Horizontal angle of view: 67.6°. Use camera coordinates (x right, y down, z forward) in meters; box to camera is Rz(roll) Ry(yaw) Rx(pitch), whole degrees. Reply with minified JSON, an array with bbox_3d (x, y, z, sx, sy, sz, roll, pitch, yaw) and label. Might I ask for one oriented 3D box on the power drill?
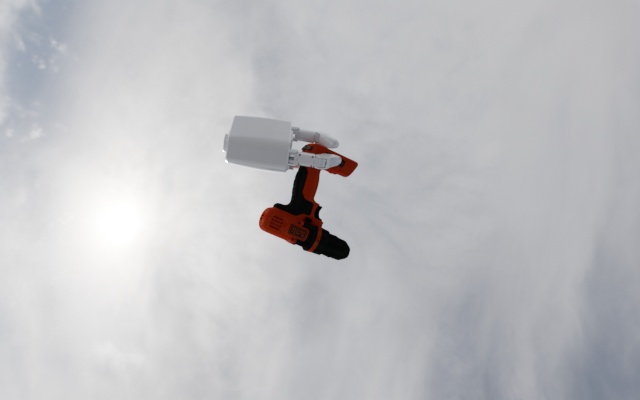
[{"bbox_3d":[0.000,0.002,0.881,0.184,0.187,0.057,24,-6,-21],"label":"power drill"}]
